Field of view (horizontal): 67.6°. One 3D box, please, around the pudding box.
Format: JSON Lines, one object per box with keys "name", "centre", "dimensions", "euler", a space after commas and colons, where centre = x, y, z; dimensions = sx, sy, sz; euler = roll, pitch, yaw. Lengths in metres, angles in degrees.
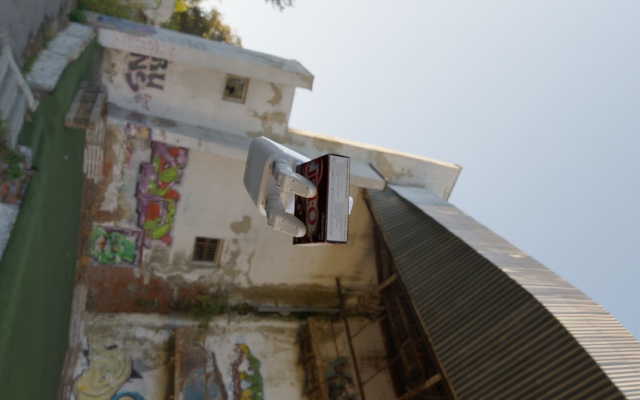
{"name": "pudding box", "centre": [0.000, 0.002, 0.620], "dimensions": [0.039, 0.113, 0.090], "euler": [4, -8, -28]}
